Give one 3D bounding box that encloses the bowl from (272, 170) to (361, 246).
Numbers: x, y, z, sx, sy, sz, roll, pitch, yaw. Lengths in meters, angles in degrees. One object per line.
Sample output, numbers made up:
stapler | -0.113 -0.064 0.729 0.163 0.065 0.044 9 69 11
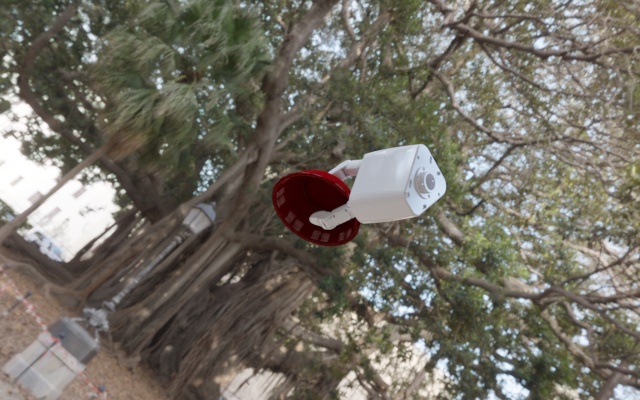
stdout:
bowl | -0.001 0.002 0.825 0.162 0.162 0.055 0 39 28
